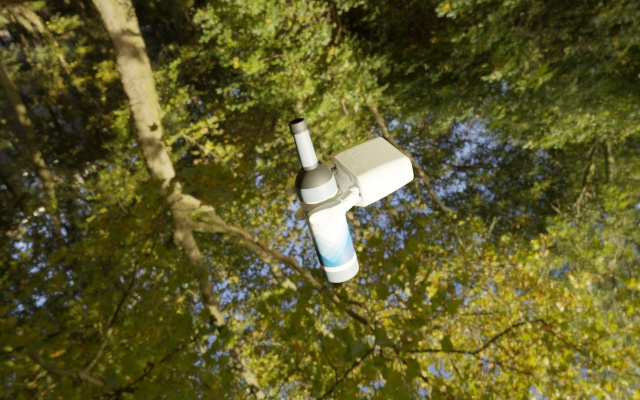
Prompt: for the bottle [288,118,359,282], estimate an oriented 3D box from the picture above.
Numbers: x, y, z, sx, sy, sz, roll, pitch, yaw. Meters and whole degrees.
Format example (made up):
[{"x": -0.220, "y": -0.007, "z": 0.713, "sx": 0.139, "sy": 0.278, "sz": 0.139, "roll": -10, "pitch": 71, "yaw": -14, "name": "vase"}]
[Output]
[{"x": 0.000, "y": 0.003, "z": 0.806, "sx": 0.069, "sy": 0.296, "sz": 0.069, "roll": -13, "pitch": 27, "yaw": 7, "name": "bottle"}]
